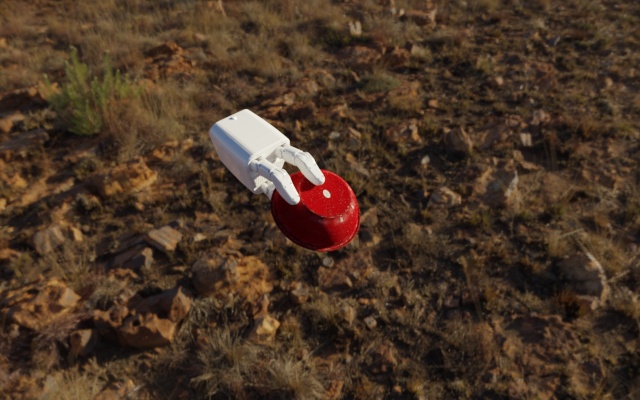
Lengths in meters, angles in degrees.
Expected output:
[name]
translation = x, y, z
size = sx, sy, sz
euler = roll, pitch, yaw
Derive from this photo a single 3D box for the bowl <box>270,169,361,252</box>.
[bowl]
translation = 0.001, 0.003, 0.803
size = 0.162, 0.162, 0.055
euler = 0, -32, -20
